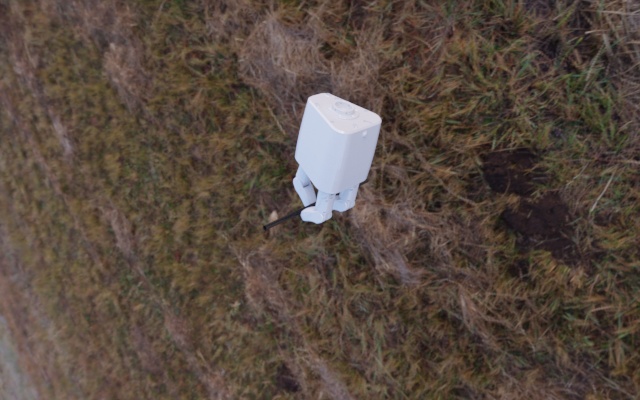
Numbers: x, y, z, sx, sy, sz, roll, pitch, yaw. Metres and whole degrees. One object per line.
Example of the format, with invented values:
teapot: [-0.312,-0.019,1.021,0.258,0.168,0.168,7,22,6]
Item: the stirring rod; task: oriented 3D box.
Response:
stirring rod: [0.000,0.003,0.804,0.239,0.011,0.011,-25,16,-39]
